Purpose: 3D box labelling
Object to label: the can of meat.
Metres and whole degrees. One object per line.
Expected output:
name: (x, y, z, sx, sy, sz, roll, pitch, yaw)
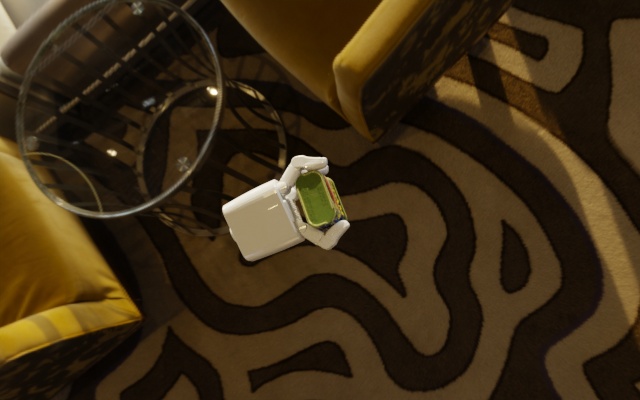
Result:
can of meat: (0.000, 0.003, 0.828, 0.057, 0.102, 0.084, -23, -14, 10)
